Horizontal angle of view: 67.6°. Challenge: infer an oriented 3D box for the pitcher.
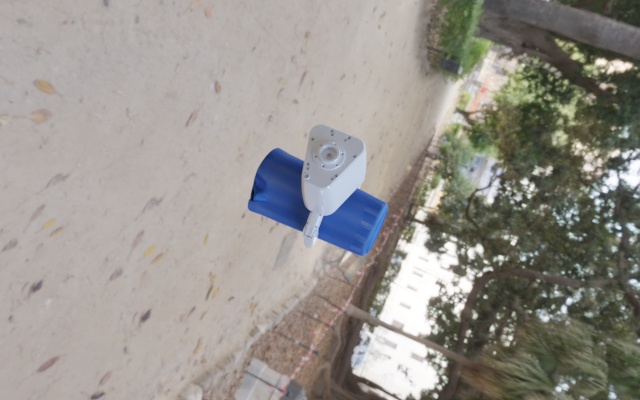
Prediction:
[{"bbox_3d":[0.000,0.003,0.899,0.243,0.149,0.145,25,-21,12],"label":"pitcher"}]
